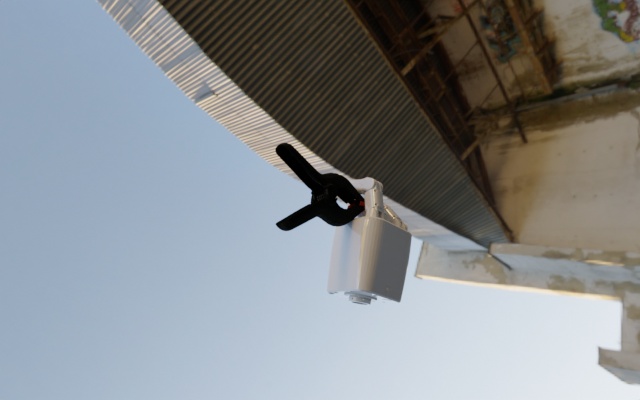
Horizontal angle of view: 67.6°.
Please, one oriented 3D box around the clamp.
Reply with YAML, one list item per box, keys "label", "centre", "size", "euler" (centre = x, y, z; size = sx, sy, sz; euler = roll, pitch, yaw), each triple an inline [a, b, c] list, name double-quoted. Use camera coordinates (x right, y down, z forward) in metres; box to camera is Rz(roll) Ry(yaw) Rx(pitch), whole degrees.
- label: "clamp"
  centre: [0.000, 0.002, 0.670]
  size: [0.171, 0.120, 0.039]
  euler: [24, -24, -36]
